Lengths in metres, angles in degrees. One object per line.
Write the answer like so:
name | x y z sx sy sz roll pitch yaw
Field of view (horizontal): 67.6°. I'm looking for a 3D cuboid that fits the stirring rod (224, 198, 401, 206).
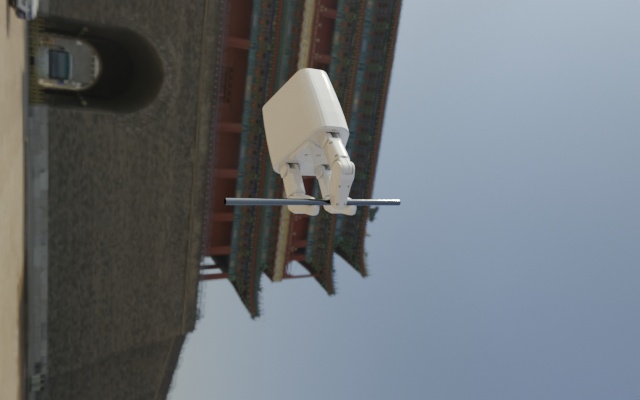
stirring rod | 0.000 0.002 0.585 0.239 0.011 0.011 0 0 -29
